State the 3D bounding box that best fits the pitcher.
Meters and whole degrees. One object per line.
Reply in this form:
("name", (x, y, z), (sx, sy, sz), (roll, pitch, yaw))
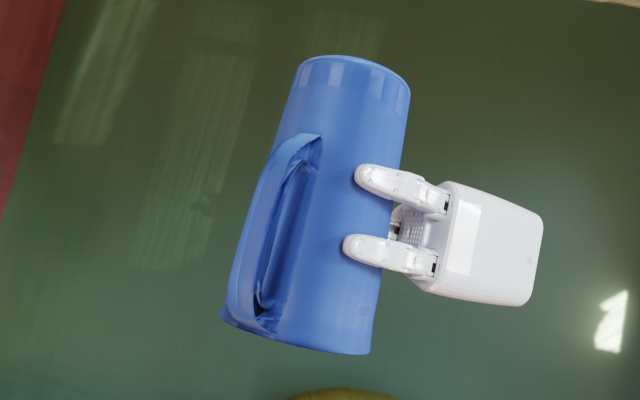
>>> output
("pitcher", (0.000, 0.001, 0.416), (0.145, 0.243, 0.149), (15, -7, -18))
